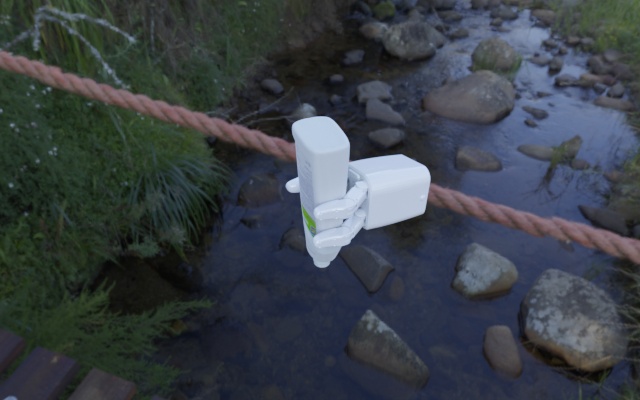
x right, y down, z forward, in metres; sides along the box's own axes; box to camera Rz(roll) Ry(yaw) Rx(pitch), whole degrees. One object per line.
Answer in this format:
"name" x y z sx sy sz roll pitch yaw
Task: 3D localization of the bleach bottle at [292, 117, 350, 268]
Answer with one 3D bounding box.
"bleach bottle" 0.000 0.003 0.754 0.068 0.251 0.102 -13 40 -16
